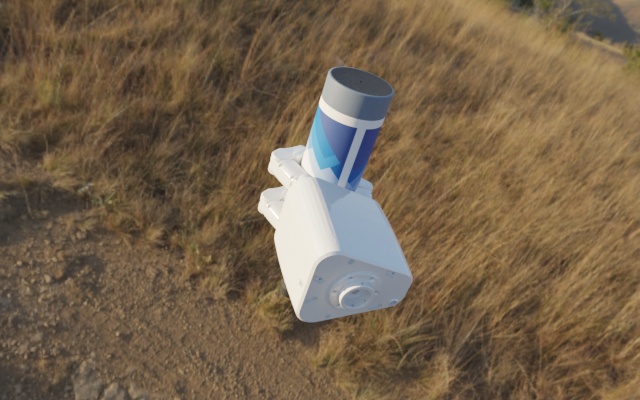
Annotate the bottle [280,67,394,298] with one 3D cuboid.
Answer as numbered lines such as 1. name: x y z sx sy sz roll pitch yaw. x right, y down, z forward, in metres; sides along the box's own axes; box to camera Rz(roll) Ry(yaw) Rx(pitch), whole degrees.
1. bottle: 0.000 0.002 0.538 0.069 0.296 0.069 13 34 -9
